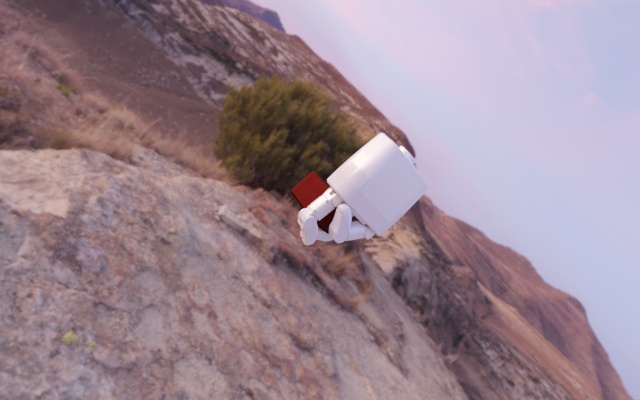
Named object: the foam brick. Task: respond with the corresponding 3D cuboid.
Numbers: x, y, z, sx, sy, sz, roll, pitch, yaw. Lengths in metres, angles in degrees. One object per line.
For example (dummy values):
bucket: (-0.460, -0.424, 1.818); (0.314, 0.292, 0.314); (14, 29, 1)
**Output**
foam brick: (0.000, 0.002, 0.736); (0.053, 0.051, 0.078); (42, 7, -46)
